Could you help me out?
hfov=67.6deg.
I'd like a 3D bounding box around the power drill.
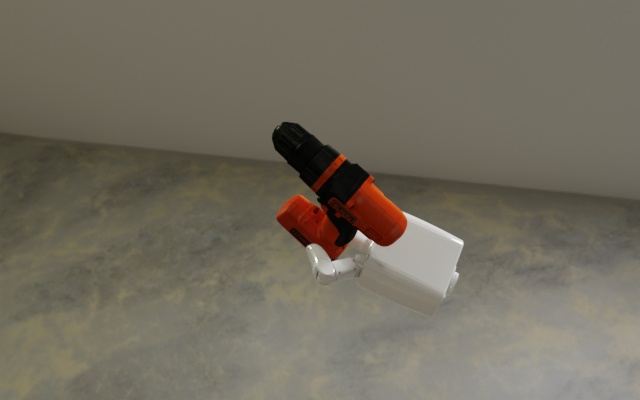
[{"bbox_3d":[0.000,0.002,0.594,0.057,0.184,0.188,-46,-1,-24],"label":"power drill"}]
